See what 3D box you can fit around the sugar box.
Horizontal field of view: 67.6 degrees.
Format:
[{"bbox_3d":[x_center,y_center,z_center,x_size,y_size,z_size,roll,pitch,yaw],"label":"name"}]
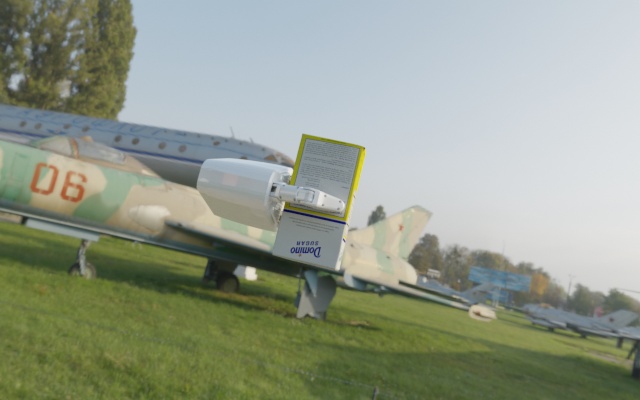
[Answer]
[{"bbox_3d":[0.000,0.002,0.668,0.093,0.176,0.048,13,-7,11],"label":"sugar box"}]
